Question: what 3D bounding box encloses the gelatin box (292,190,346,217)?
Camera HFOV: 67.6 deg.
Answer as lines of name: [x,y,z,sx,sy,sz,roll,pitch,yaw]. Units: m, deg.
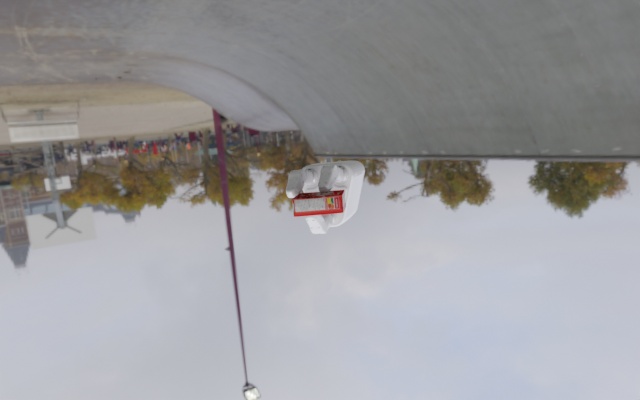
gelatin box: [0.000,0.003,0.724,0.073,0.030,0.089,-4,6,6]
